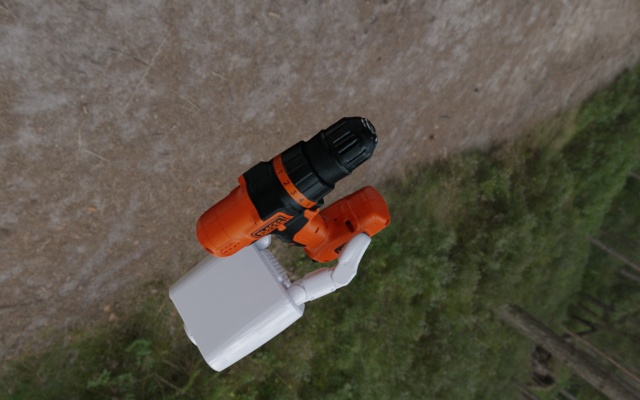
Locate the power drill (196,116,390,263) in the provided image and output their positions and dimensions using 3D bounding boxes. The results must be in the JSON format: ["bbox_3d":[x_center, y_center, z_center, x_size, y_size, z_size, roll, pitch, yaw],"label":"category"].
[{"bbox_3d":[0.000,0.002,0.467,0.184,0.057,0.188,-32,-26,19],"label":"power drill"}]
